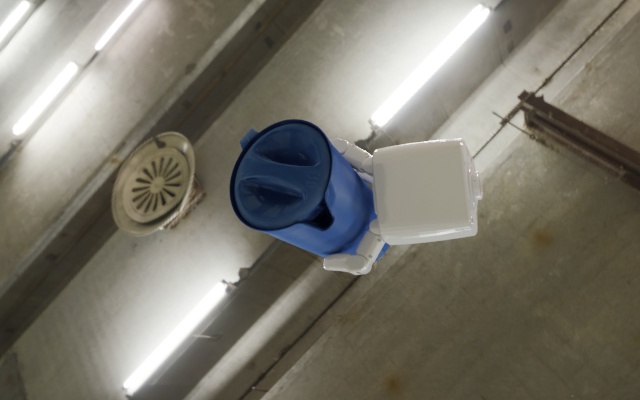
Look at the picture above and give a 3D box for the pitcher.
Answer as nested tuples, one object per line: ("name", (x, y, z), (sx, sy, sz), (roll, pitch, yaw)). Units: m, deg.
("pitcher", (0.000, 0.002, 0.620), (0.145, 0.149, 0.243), (-7, -23, 26))
